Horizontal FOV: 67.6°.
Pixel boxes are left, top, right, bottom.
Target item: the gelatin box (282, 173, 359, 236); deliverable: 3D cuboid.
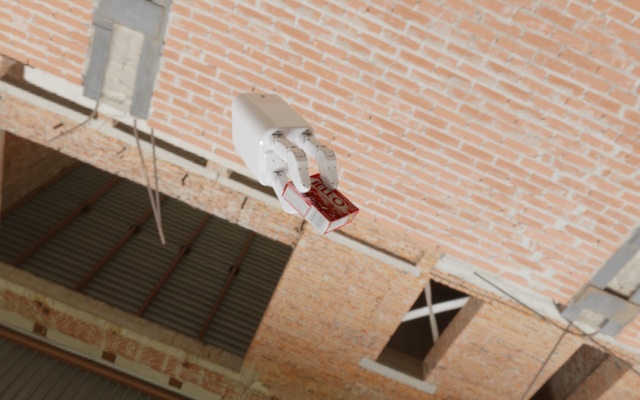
[{"bbox_3d":[0.000,0.003,0.680,0.089,0.030,0.073,44,35,20],"label":"gelatin box"}]
